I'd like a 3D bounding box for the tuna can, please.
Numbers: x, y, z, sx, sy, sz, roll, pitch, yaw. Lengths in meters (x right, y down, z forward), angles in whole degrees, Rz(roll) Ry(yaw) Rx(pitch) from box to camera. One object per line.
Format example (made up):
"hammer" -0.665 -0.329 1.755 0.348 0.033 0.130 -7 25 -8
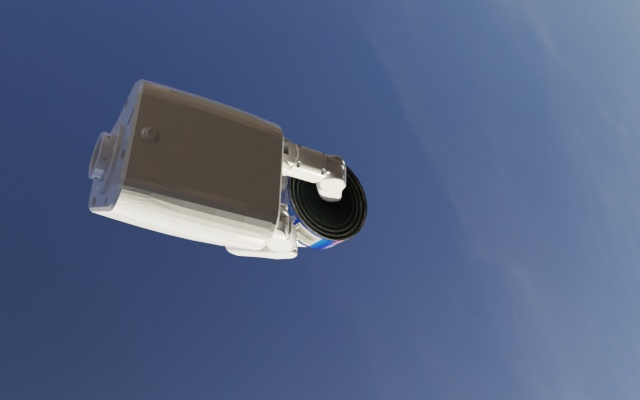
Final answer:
"tuna can" 0.000 0.002 0.448 0.086 0.086 0.034 0 -21 -36
